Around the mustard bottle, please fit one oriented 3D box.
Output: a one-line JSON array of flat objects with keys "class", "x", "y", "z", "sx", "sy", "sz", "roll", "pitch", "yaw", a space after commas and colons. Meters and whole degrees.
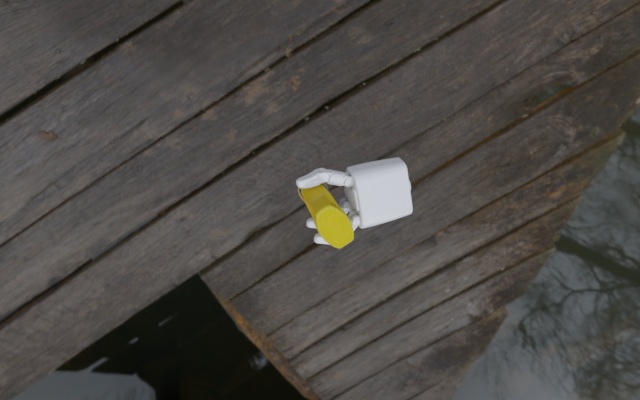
[{"class": "mustard bottle", "x": 0.000, "y": 0.003, "z": 0.899, "sx": 0.058, "sy": 0.096, "sz": 0.191, "roll": -34, "pitch": 34, "yaw": 3}]
